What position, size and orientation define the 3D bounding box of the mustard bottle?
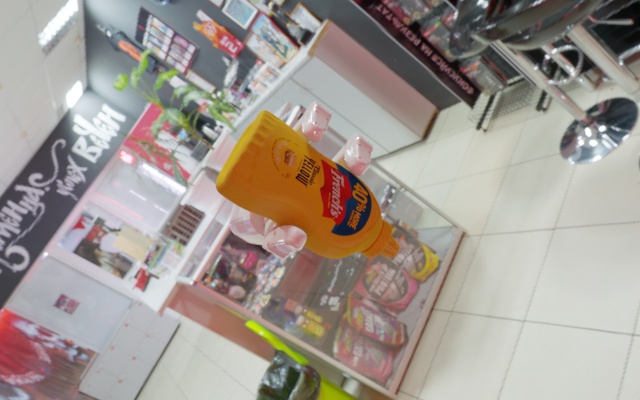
[{"bbox_3d":[0.000,0.001,0.464,0.192,0.096,0.058,34,-43,-17],"label":"mustard bottle"}]
